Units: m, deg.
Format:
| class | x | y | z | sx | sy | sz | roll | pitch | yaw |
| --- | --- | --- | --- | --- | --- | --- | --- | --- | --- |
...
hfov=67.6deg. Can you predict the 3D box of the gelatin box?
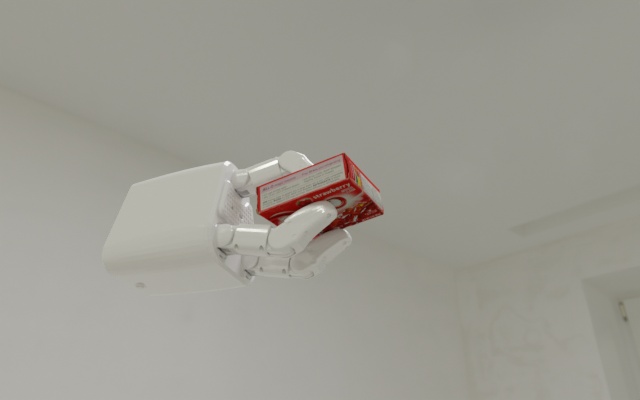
| class | x | y | z | sx | sy | sz | roll | pitch | yaw |
| --- | --- | --- | --- | --- | --- | --- | --- | --- | --- |
| gelatin box | 0.000 | 0.001 | 0.415 | 0.089 | 0.030 | 0.073 | -21 | -33 | 21 |
